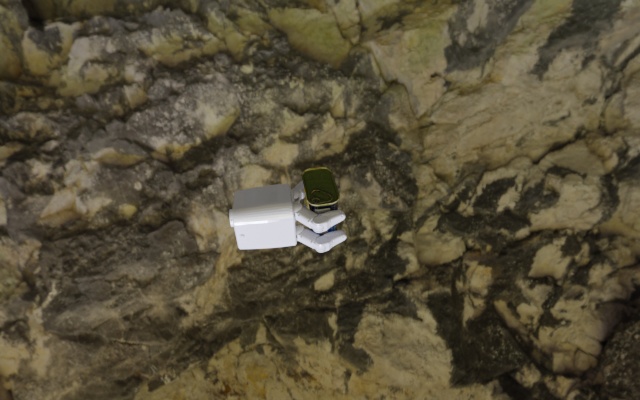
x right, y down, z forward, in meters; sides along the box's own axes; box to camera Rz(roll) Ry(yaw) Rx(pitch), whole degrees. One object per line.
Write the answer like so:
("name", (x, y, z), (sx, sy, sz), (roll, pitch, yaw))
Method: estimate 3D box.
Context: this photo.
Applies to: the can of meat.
("can of meat", (0.000, 0.003, 0.873), (0.057, 0.084, 0.102), (-8, 43, -7))
